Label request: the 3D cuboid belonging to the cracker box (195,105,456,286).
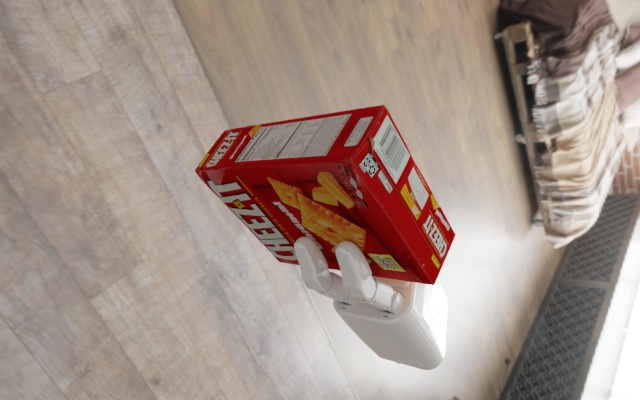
[{"bbox_3d":[0.000,0.001,0.474,0.213,0.072,0.164,0,-42,43],"label":"cracker box"}]
